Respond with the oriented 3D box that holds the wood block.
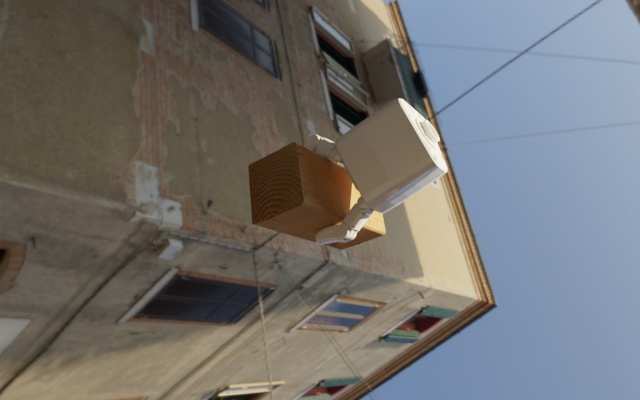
[{"bbox_3d":[0.001,0.002,0.697,0.090,0.090,0.206,-22,-27,31],"label":"wood block"}]
